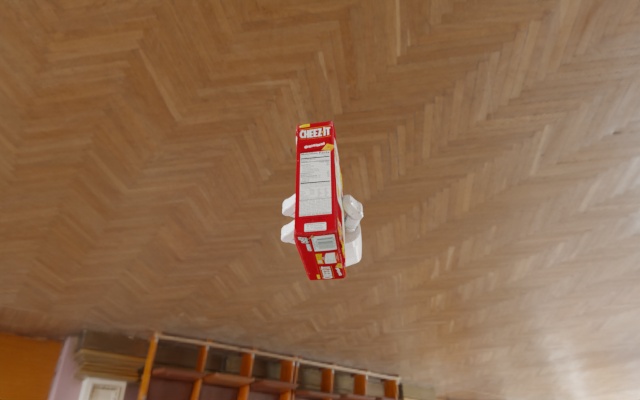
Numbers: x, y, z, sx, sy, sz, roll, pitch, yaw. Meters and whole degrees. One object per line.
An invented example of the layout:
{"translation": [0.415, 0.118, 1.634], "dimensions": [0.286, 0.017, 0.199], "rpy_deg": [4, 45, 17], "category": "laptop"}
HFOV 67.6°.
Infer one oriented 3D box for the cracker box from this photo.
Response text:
{"translation": [0.000, 0.003, 0.797], "dimensions": [0.072, 0.213, 0.164], "rpy_deg": [-5, -33, 6], "category": "cracker box"}
